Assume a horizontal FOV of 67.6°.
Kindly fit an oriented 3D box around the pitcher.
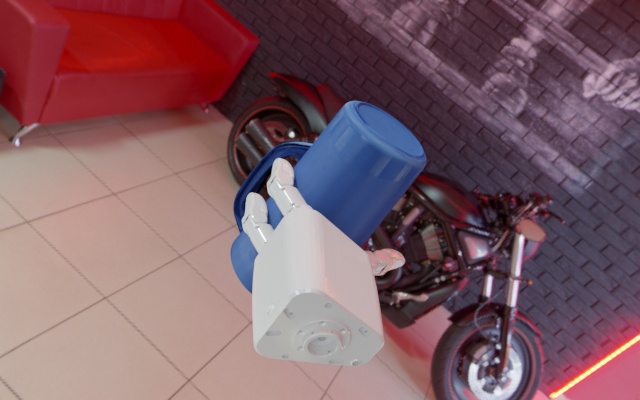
[{"bbox_3d":[0.000,0.002,0.558,0.149,0.243,0.145,26,29,-21],"label":"pitcher"}]
